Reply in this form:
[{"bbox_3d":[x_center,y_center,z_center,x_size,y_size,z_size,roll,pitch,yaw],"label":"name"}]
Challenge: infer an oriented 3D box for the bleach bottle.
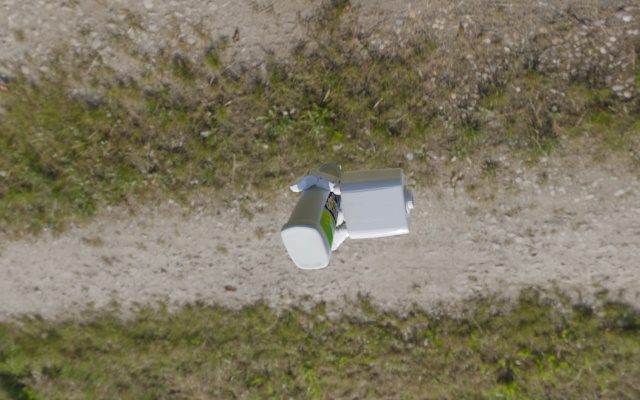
[{"bbox_3d":[0.000,0.003,0.865,0.068,0.103,0.250,-6,36,19],"label":"bleach bottle"}]
